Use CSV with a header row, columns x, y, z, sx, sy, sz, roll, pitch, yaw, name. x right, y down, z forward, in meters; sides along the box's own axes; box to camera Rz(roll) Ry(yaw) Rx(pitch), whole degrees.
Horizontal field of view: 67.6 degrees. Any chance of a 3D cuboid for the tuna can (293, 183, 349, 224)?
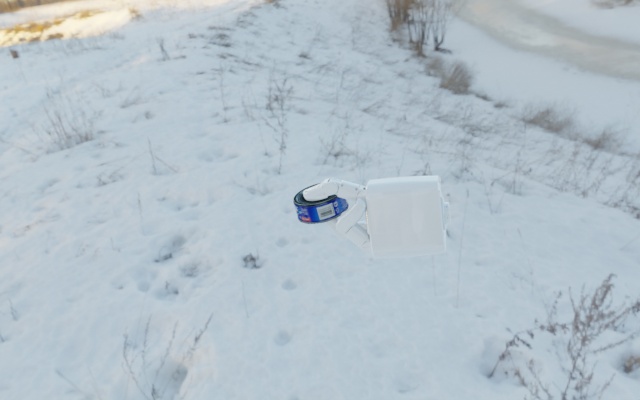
x,y,z,sx,sy,sz,roll,pitch,yaw,name
0.000,0.002,0.767,0.086,0.034,0.086,-13,23,6,tuna can
